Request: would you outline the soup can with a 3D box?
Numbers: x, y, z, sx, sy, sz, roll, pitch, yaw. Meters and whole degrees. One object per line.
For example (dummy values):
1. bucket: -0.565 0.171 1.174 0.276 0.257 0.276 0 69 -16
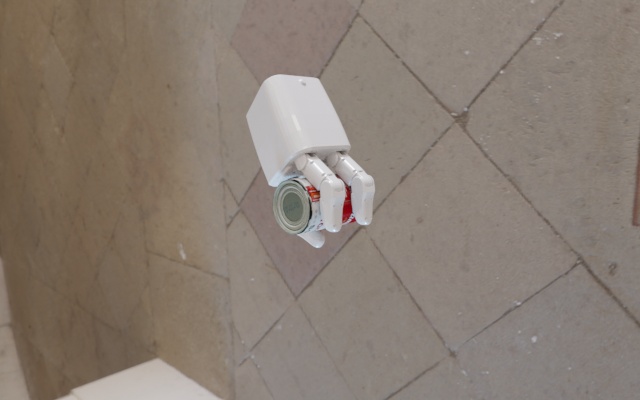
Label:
1. soup can: 0.000 0.002 0.594 0.068 0.068 0.102 0 7 45
